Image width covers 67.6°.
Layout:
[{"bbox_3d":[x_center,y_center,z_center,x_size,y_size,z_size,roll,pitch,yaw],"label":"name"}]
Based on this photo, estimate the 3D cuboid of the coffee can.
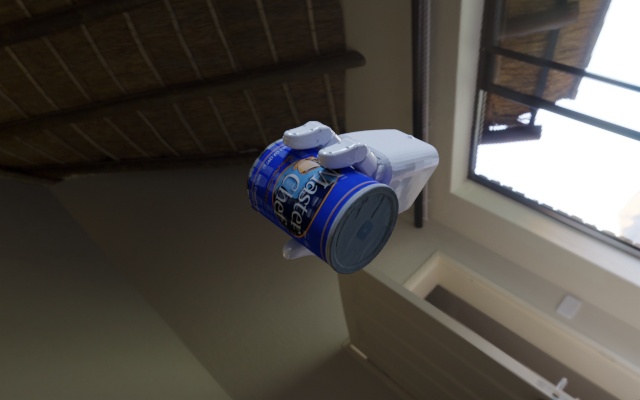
[{"bbox_3d":[0.000,0.002,0.529,0.140,0.103,0.103,33,21,37],"label":"coffee can"}]
